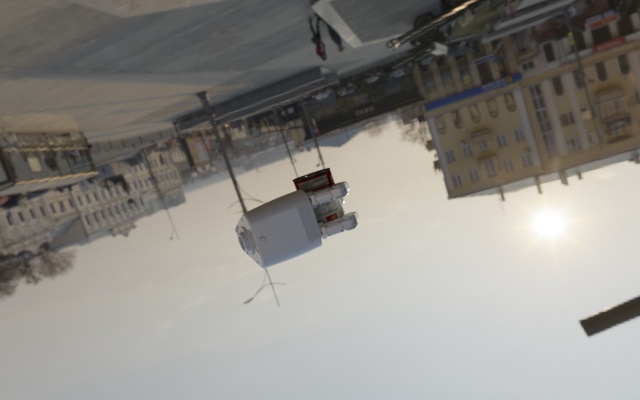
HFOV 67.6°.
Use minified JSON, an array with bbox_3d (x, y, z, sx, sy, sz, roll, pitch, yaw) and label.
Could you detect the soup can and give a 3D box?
[{"bbox_3d":[0.001,0.003,0.813,0.068,0.102,0.068,-18,7,2],"label":"soup can"}]
